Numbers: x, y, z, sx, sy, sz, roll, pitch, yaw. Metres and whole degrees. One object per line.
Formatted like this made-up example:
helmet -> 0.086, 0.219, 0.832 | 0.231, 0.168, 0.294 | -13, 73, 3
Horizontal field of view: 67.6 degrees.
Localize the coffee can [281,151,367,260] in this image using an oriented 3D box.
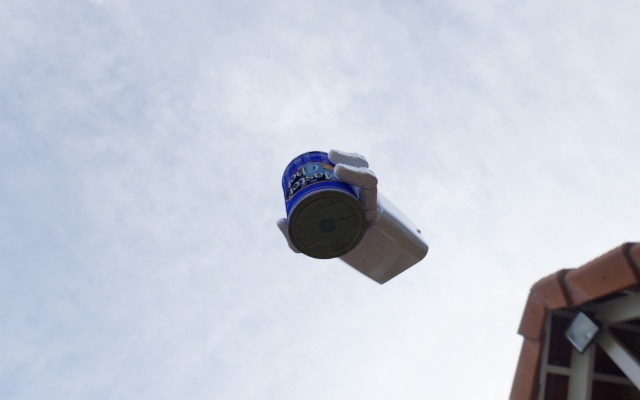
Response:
coffee can -> 0.000, 0.002, 0.671 | 0.103, 0.103, 0.140 | 0, 27, -8
